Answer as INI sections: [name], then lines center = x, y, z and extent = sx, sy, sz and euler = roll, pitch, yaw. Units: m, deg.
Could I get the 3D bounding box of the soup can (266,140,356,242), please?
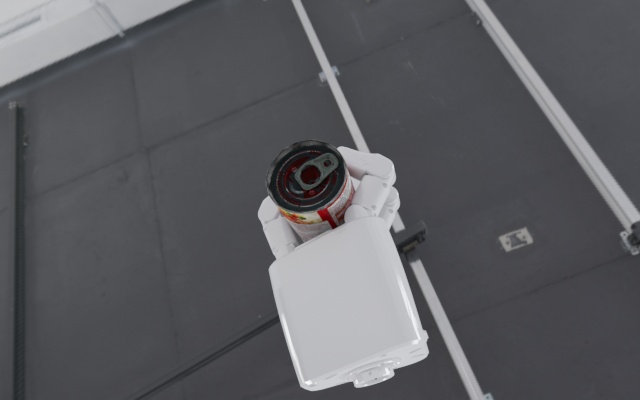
[soup can]
center = 0.000, 0.001, 0.429
extent = 0.068, 0.068, 0.102
euler = 0, -26, 16
